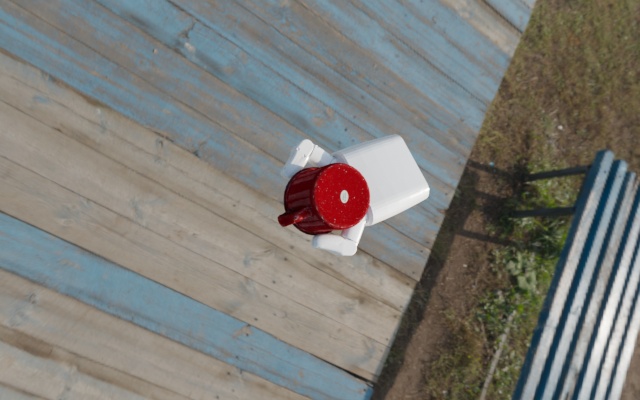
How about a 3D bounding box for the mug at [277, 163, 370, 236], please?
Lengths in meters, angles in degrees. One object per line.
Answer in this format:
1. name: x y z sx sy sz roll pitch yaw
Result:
1. mug: -0.001 0.002 0.600 0.117 0.093 0.081 -24 5 -24
